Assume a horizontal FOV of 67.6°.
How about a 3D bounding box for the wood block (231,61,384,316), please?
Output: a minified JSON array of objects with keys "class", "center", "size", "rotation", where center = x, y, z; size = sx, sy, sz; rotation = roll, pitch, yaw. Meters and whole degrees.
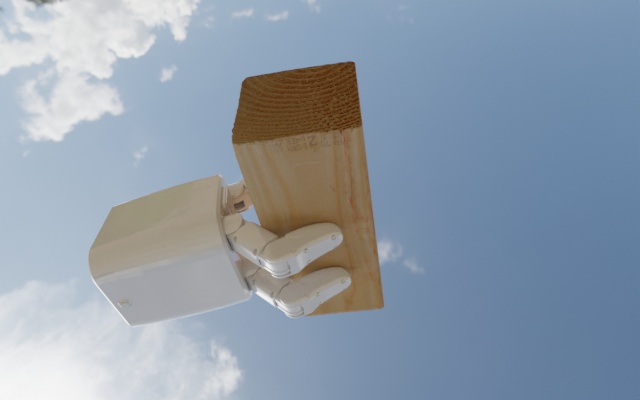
[{"class":"wood block","center":[0.000,0.001,0.407],"size":[0.090,0.206,0.090],"rotation":[-7,44,5]}]
